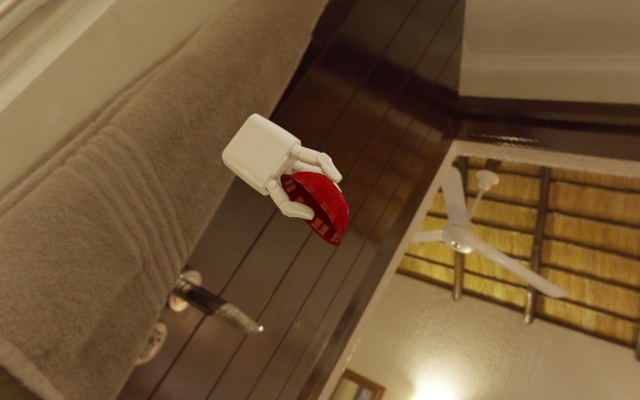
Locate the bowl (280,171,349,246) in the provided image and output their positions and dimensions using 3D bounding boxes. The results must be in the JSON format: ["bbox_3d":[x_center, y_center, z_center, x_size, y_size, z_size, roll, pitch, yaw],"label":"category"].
[{"bbox_3d":[0.001,0.004,0.852,0.055,0.162,0.162,-39,12,-16],"label":"bowl"}]
